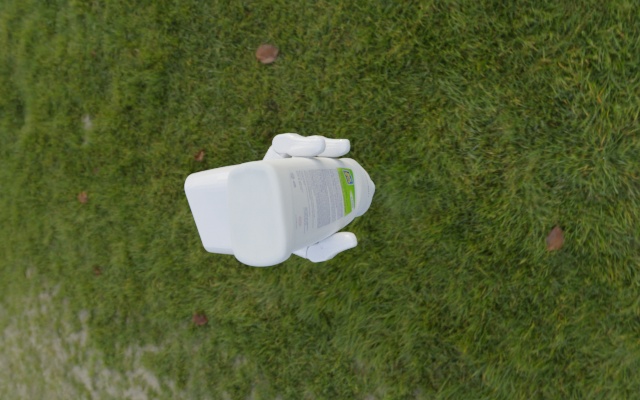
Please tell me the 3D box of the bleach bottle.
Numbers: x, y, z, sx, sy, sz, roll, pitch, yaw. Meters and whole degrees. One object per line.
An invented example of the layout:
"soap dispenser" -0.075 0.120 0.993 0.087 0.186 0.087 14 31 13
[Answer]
"bleach bottle" 0.000 0.002 0.550 0.068 0.102 0.251 -4 2 31
